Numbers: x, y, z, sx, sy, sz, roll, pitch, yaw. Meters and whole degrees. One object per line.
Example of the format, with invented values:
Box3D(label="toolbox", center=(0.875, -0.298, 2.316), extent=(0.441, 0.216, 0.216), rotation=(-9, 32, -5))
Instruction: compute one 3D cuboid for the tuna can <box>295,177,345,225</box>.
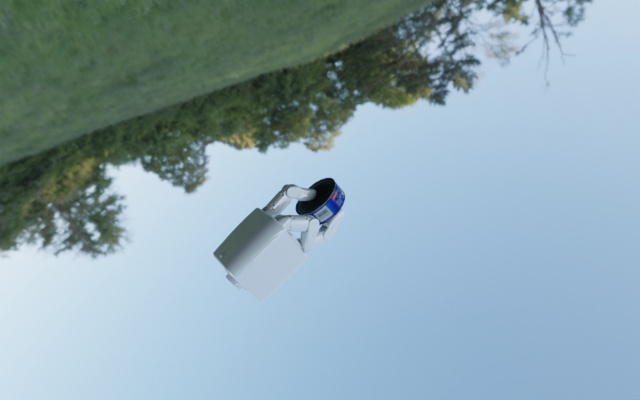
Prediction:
Box3D(label="tuna can", center=(0.001, 0.003, 0.822), extent=(0.086, 0.086, 0.034), rotation=(0, -41, 53))
